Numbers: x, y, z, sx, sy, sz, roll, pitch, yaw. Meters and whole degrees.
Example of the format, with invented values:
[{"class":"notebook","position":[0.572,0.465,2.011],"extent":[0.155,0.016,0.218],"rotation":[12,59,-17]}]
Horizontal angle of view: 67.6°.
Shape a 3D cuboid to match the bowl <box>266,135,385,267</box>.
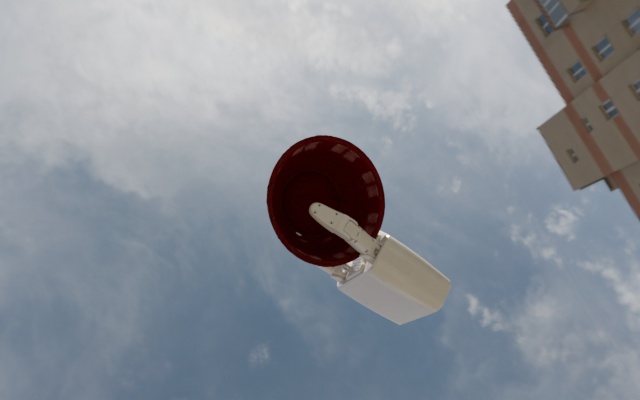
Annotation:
[{"class":"bowl","position":[-0.001,0.001,0.606],"extent":[0.162,0.162,0.055],"rotation":[0,-4,-26]}]
